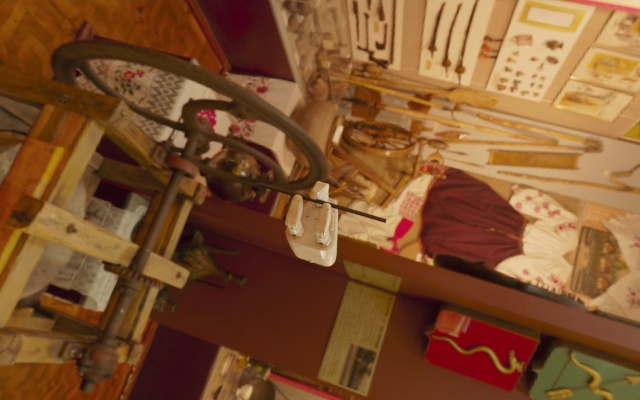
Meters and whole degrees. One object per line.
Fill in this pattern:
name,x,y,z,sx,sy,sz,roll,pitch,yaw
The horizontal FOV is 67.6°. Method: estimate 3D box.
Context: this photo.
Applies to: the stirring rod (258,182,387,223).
stirring rod,0.000,0.003,0.848,0.239,0.011,0.011,16,3,12
